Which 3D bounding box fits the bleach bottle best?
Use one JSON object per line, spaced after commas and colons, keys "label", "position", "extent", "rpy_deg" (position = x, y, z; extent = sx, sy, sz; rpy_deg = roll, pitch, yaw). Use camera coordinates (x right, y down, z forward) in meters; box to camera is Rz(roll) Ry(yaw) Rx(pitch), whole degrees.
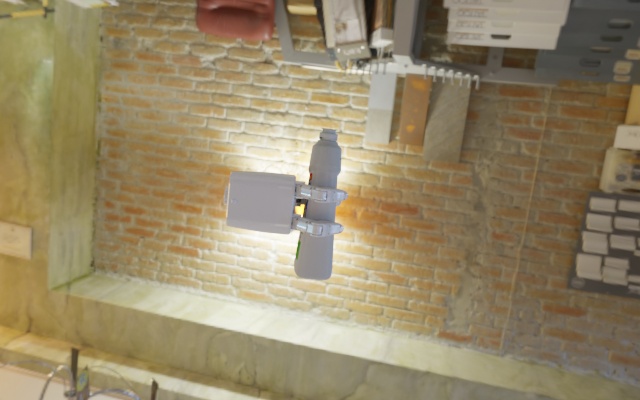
{"label": "bleach bottle", "position": [0.000, 0.003, 0.819], "extent": [0.068, 0.251, 0.102], "rpy_deg": [6, 9, -4]}
